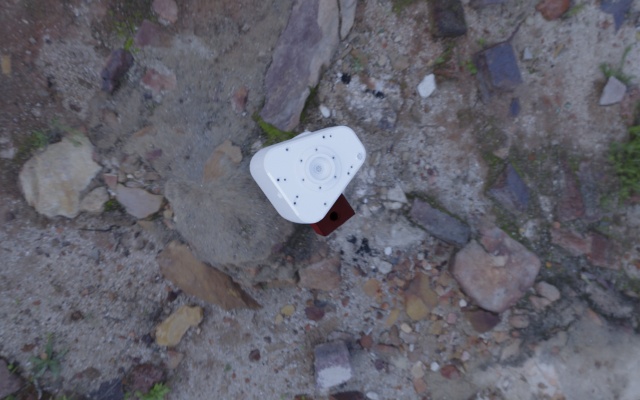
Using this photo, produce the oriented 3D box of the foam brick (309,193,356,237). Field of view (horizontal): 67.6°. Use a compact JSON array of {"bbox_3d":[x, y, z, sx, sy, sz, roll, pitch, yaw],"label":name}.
[{"bbox_3d":[0.000,0.002,0.641,0.053,0.078,0.051,-37,10,-11],"label":"foam brick"}]
